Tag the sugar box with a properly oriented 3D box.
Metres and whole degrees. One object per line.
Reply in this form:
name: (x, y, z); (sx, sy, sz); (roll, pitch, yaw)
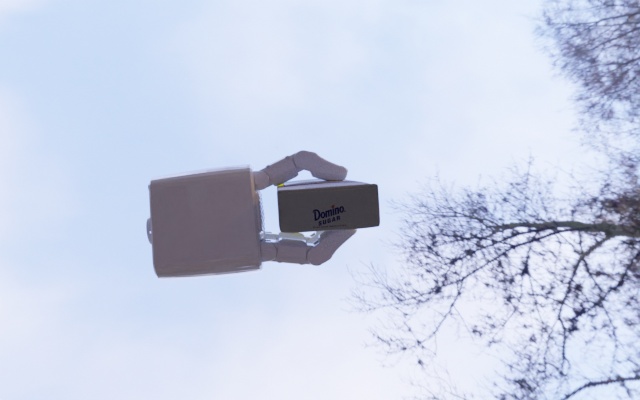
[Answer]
sugar box: (0.000, 0.002, 0.509); (0.093, 0.048, 0.176); (-4, 7, -4)
